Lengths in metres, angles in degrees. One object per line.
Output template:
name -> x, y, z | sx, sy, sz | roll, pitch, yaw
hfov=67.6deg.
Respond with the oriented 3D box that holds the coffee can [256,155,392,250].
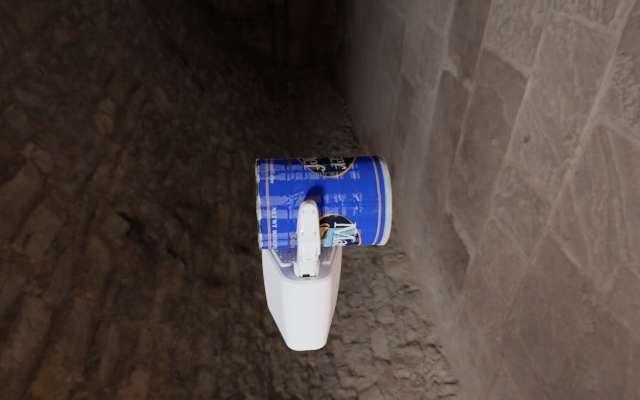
coffee can -> 0.000, 0.002, 0.537 | 0.140, 0.103, 0.103 | -2, 0, -6
